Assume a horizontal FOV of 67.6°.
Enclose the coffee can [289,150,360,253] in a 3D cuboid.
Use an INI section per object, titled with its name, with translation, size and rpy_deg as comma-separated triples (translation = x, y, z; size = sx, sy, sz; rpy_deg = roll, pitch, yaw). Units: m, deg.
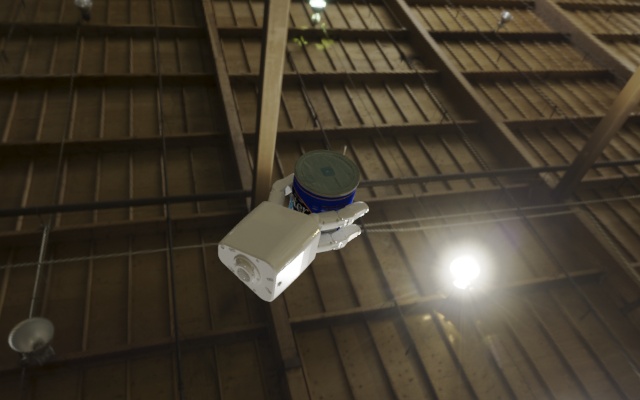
[coffee can]
translation = 0.000, 0.002, 0.783
size = 0.103, 0.102, 0.140
rpy_deg = 0, -44, -12
